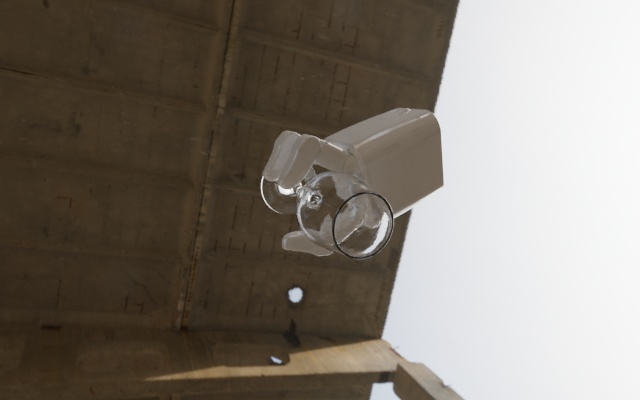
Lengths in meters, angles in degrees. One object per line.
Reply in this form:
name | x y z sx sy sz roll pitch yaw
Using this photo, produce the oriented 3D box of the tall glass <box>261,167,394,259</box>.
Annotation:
tall glass | 0.000 0.002 0.511 0.079 0.079 0.201 0 12 -23
